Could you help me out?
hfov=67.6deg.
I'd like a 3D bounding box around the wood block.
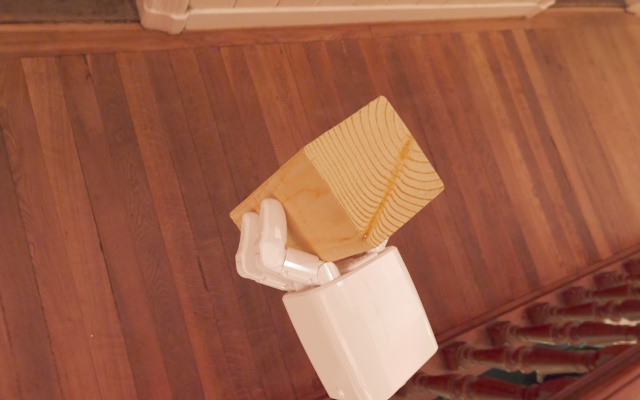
[{"bbox_3d":[0.001,0.002,0.441,0.090,0.090,0.206,-36,3,-29],"label":"wood block"}]
